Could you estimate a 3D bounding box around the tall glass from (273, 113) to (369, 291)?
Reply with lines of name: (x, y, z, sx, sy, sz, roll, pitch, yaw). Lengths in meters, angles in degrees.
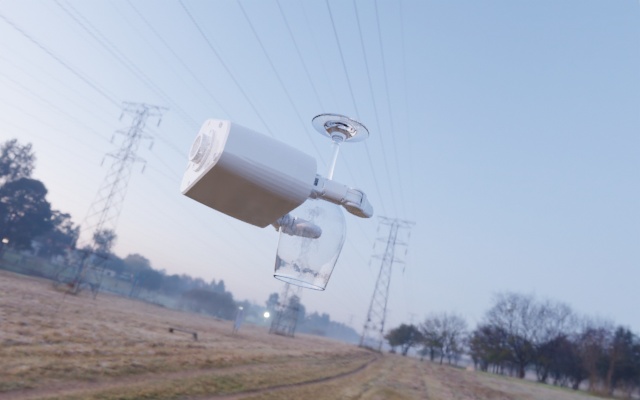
tall glass: (0.000, 0.001, 0.570, 0.079, 0.201, 0.079, 14, -15, 4)
